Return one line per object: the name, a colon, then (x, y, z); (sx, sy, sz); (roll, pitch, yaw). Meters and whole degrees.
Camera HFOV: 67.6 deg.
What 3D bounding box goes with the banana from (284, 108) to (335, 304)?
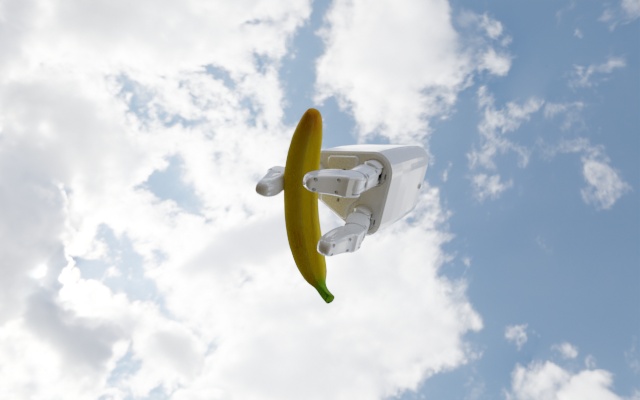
banana: (-0.012, 0.005, 0.506); (0.037, 0.198, 0.069); (-11, 8, -41)
